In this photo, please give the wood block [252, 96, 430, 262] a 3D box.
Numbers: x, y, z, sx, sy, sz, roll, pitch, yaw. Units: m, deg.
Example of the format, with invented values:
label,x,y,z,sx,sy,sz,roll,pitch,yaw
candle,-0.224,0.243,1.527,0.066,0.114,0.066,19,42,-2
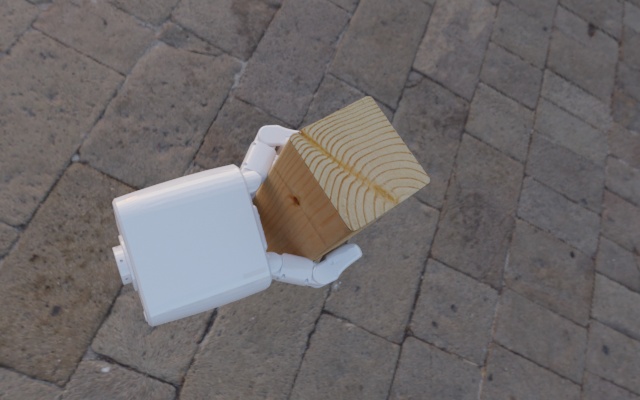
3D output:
label,x,y,z,sx,sy,sz,roll,pitch,yaw
wood block,0.000,0.002,0.466,0.090,0.091,0.206,-31,-6,-26
